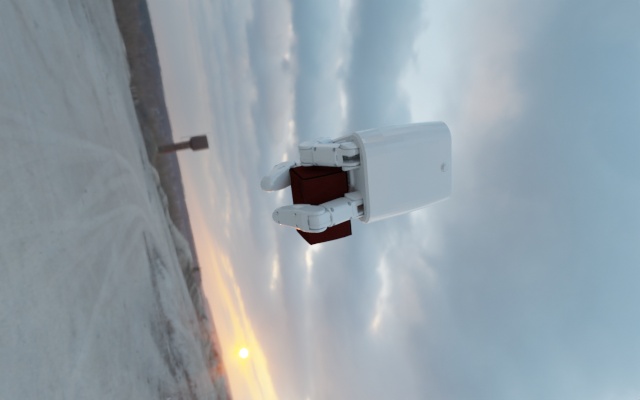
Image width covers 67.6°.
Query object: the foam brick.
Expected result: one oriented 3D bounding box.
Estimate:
[{"bbox_3d":[0.000,0.002,0.529,0.051,0.078,0.053,-12,21,-17],"label":"foam brick"}]
